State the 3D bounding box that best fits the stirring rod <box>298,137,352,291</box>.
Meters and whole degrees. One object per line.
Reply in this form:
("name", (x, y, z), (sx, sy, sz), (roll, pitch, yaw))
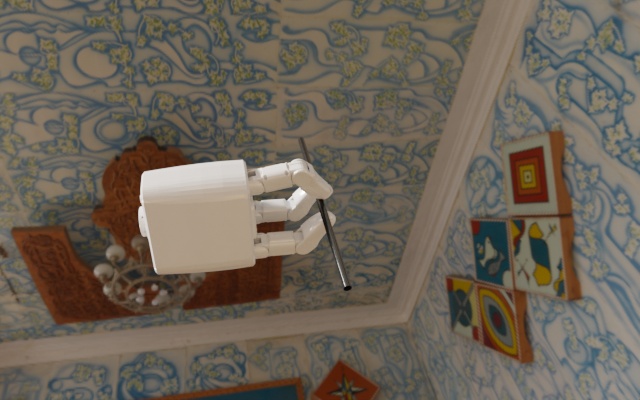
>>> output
("stirring rod", (0.000, 0.002, 0.530), (0.011, 0.011, 0.239), (0, 42, -16))
